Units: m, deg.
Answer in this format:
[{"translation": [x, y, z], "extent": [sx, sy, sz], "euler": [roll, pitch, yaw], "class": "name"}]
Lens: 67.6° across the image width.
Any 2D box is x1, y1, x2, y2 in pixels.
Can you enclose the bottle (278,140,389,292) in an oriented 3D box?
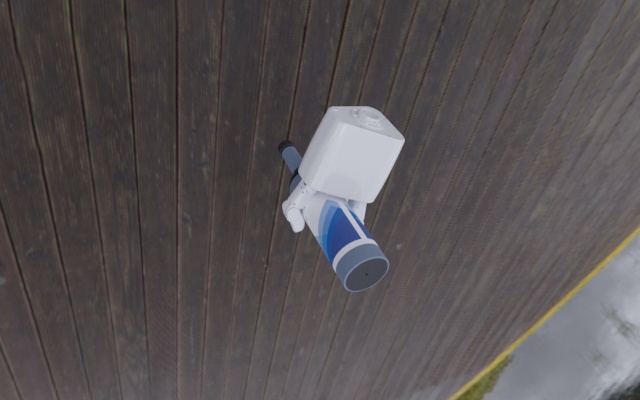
[{"translation": [0.000, 0.003, 0.713], "extent": [0.069, 0.069, 0.295], "euler": [0, 40, -32], "class": "bottle"}]
